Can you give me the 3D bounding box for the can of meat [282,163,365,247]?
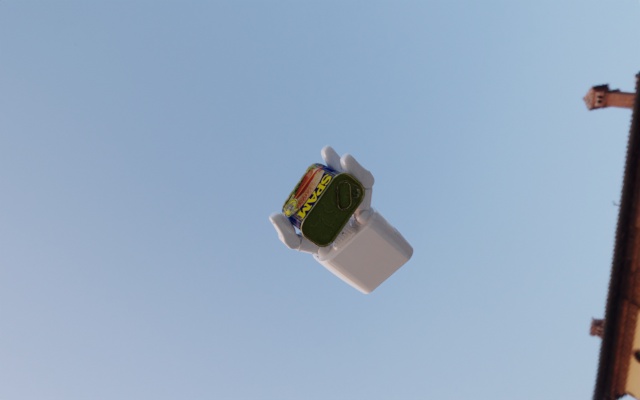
[{"bbox_3d":[0.000,0.002,0.661,0.057,0.102,0.084,36,-2,-30],"label":"can of meat"}]
